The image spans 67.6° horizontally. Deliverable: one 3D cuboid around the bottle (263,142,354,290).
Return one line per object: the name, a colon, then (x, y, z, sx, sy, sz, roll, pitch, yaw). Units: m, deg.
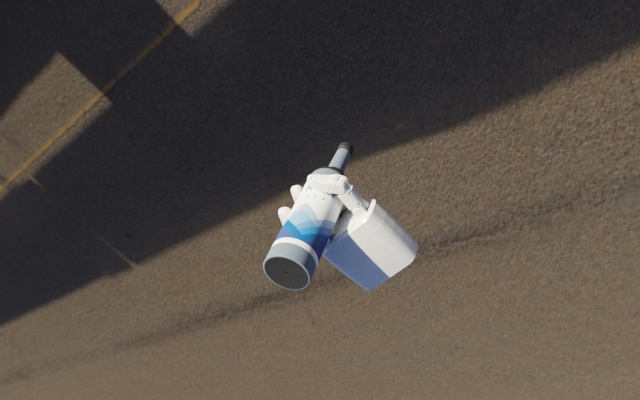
bottle: (0.000, 0.002, 0.727, 0.069, 0.069, 0.295, 0, 39, 23)
